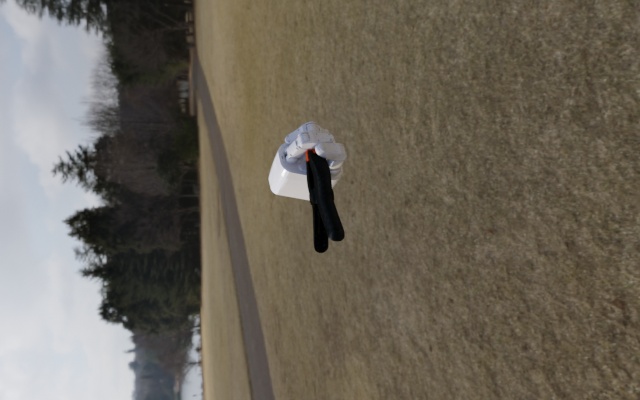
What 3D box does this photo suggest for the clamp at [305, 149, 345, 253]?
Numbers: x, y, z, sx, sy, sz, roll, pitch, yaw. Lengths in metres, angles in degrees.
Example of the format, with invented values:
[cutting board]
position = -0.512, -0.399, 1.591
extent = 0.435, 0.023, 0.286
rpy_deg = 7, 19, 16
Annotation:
[clamp]
position = 0.000, 0.002, 0.776
extent = 0.039, 0.171, 0.120
rpy_deg = -1, -24, -20
